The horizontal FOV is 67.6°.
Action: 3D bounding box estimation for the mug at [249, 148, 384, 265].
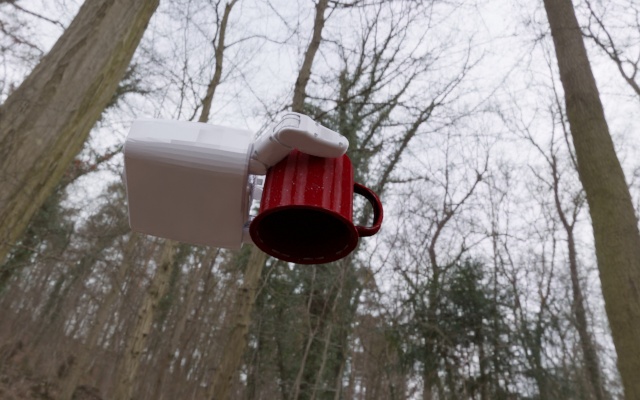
[{"bbox_3d":[0.002,0.001,0.430,0.117,0.081,0.093,8,-37,-5],"label":"mug"}]
